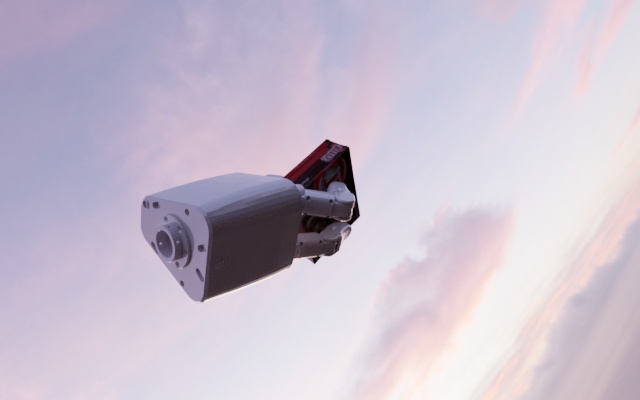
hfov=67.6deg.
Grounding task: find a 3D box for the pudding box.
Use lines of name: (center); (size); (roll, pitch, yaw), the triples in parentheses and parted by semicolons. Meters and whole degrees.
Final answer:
pudding box: (0.000, 0.002, 0.537); (0.039, 0.114, 0.090); (28, 57, 32)
